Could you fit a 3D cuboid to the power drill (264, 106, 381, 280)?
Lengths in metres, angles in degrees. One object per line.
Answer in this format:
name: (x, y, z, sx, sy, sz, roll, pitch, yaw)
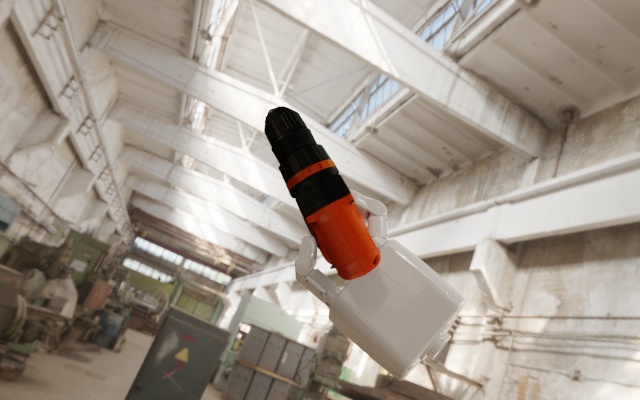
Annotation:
power drill: (0.000, 0.002, 0.525, 0.057, 0.184, 0.188, -27, -10, -1)
